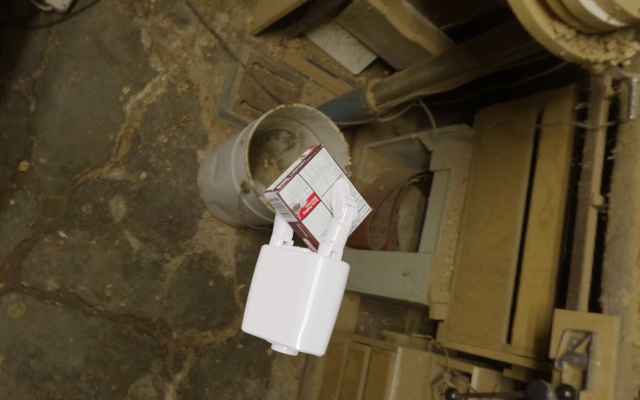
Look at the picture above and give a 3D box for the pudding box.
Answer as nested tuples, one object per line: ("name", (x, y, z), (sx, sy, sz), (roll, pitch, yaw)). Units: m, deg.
("pudding box", (0.000, 0.002, 0.588), (0.090, 0.113, 0.039), (-47, 22, -23))
